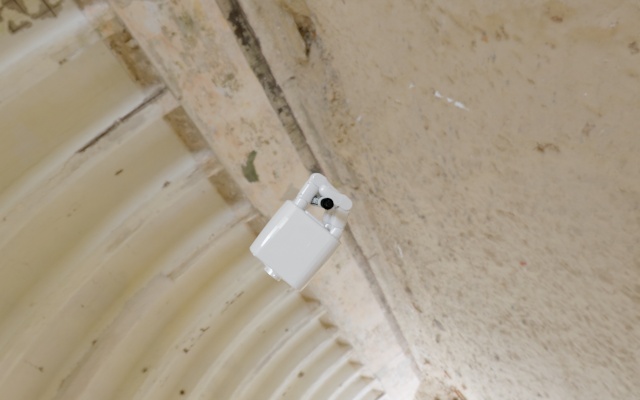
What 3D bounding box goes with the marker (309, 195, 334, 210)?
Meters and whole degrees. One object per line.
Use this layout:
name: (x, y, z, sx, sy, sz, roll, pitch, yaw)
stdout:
marker: (0.000, 0.002, 0.764, 0.020, 0.020, 0.121, 0, 3, -12)
